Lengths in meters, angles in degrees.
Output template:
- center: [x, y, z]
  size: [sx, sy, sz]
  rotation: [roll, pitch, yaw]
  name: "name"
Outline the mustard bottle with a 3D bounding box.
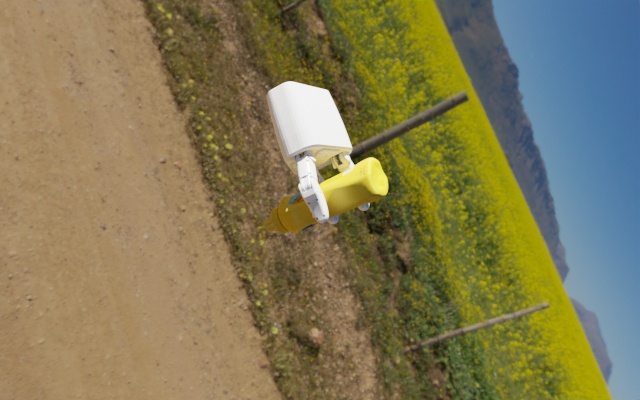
- center: [0.000, 0.002, 0.694]
  size: [0.191, 0.058, 0.096]
  rotation: [-24, 10, 20]
  name: "mustard bottle"
